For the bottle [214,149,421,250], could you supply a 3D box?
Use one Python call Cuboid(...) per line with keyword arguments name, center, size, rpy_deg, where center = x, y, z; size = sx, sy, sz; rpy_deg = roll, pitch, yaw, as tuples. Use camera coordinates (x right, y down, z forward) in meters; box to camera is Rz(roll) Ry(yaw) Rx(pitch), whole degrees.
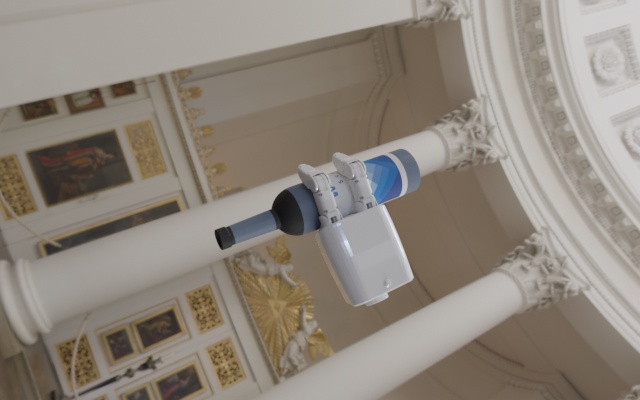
Cuboid(name="bottle", center=(0.000, 0.002, 0.649), size=(0.295, 0.069, 0.069), rpy_deg=(-20, 8, -23))
